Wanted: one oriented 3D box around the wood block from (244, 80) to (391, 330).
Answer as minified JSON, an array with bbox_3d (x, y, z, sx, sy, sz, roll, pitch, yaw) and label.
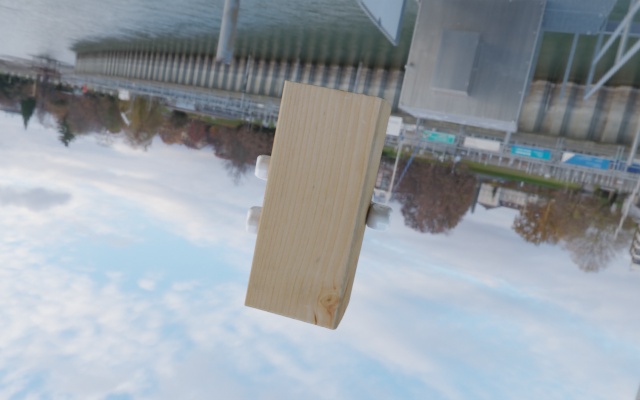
[{"bbox_3d":[0.000,0.002,0.458,0.091,0.206,0.090,12,8,11],"label":"wood block"}]
